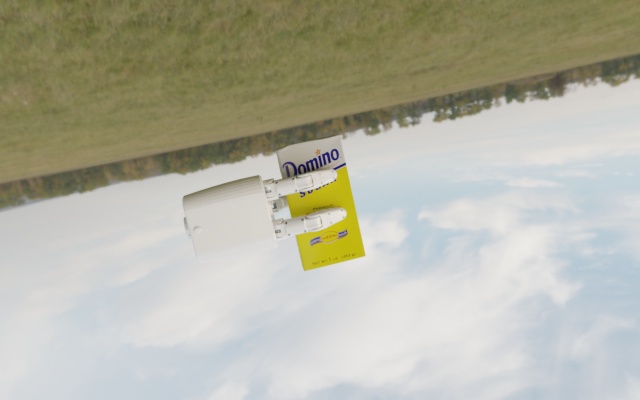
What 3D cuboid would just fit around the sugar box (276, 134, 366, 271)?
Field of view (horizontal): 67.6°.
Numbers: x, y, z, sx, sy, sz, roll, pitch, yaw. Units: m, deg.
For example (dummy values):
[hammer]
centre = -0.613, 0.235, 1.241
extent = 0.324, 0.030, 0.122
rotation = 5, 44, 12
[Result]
[sugar box]
centre = 0.000, 0.002, 0.676
extent = 0.093, 0.176, 0.048
rotation = -14, 8, -6
